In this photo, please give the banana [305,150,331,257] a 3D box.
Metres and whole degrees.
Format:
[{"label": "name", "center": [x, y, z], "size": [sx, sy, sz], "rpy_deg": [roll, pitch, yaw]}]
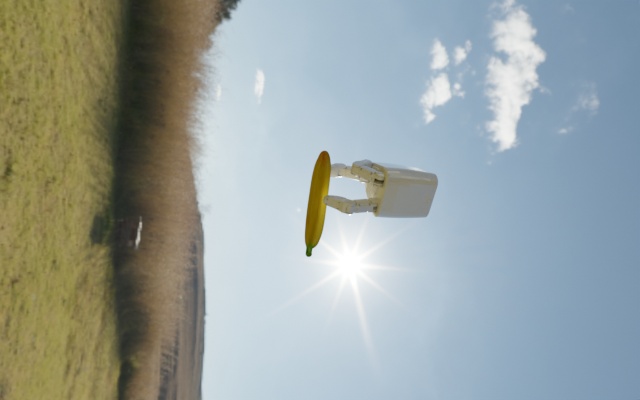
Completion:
[{"label": "banana", "center": [-0.004, 0.005, 0.904], "size": [0.037, 0.198, 0.069], "rpy_deg": [6, 4, -11]}]
